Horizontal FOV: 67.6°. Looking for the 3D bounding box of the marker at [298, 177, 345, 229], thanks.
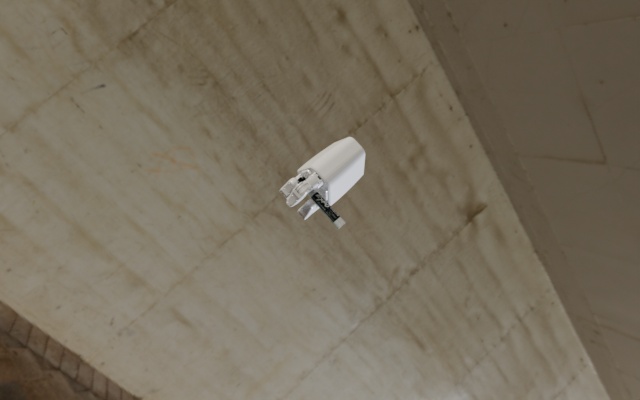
[{"bbox_3d":[0.000,0.003,0.899,0.020,0.121,0.020,-42,-4,-4],"label":"marker"}]
